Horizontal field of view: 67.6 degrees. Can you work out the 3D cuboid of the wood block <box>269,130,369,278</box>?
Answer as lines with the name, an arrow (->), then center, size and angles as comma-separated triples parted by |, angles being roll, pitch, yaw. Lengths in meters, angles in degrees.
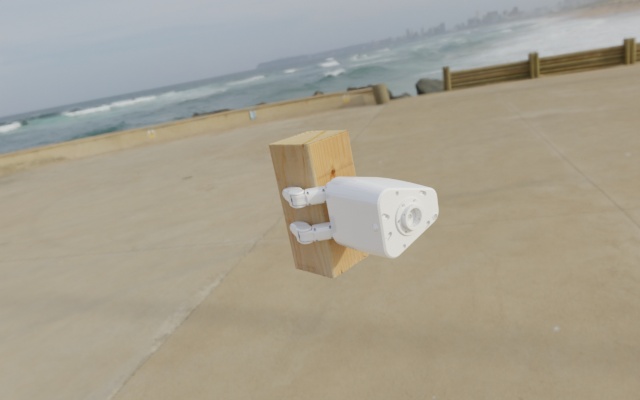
wood block -> 0.001, 0.002, 0.740 | 0.090, 0.206, 0.091 | 6, 24, 44
